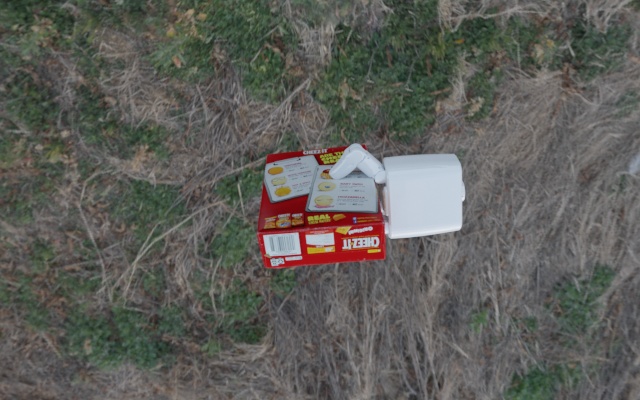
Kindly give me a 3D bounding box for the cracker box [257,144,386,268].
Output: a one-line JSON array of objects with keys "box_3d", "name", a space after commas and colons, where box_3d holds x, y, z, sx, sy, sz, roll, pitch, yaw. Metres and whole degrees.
[{"box_3d": [0.000, 0.002, 0.699, 0.164, 0.072, 0.213, -5, 33, 1], "name": "cracker box"}]
